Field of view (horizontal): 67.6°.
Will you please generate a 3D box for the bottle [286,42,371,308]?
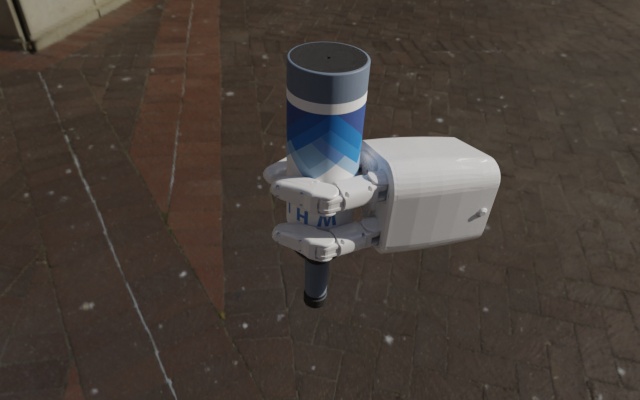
[{"bbox_3d":[0.000,0.001,0.468,0.069,0.296,0.069,2,39,-2],"label":"bottle"}]
